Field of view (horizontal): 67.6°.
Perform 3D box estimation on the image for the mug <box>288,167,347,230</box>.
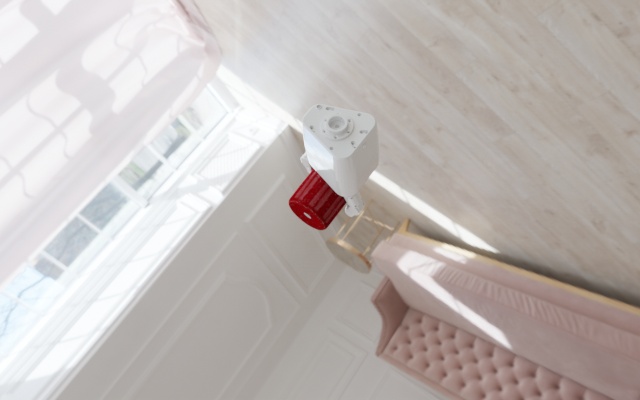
[{"bbox_3d":[0.000,0.004,0.837,0.093,0.081,0.117,30,-21,21],"label":"mug"}]
